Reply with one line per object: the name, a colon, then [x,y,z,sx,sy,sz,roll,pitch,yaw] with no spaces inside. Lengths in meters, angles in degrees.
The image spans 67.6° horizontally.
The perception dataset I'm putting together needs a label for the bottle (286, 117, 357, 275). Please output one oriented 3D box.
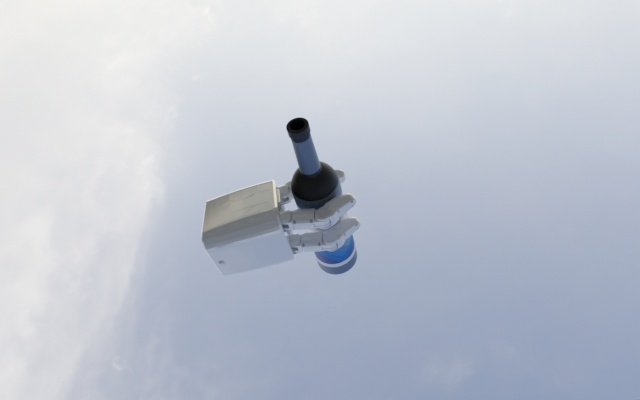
bottle: [0.000,0.002,0.671,0.069,0.069,0.296,0,-38,14]
